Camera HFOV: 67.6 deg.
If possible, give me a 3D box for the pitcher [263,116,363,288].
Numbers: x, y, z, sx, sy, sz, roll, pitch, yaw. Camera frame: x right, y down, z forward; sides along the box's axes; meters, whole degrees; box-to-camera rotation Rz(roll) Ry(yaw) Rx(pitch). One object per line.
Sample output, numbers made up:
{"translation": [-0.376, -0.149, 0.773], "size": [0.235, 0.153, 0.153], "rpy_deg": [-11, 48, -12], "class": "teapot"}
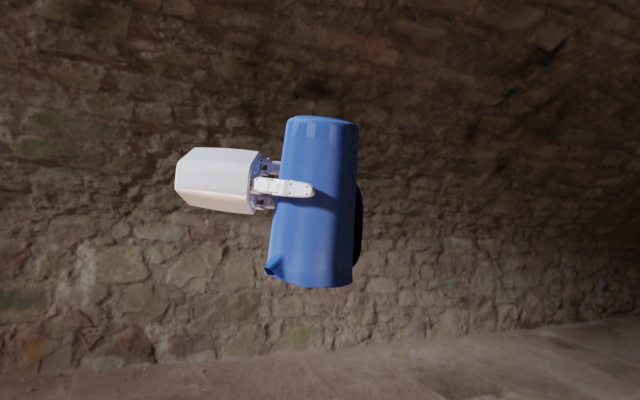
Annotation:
{"translation": [0.000, 0.002, 0.721], "size": [0.145, 0.243, 0.149], "rpy_deg": [6, 3, 1], "class": "pitcher"}
